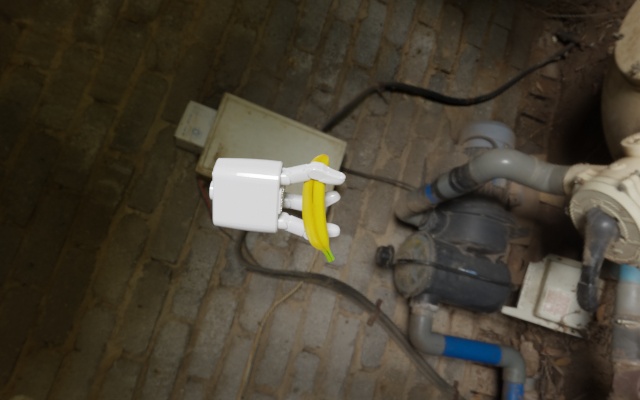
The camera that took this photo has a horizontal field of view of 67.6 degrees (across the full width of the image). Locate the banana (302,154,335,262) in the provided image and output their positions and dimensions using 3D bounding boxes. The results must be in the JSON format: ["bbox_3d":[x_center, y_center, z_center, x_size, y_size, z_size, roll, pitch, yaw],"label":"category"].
[{"bbox_3d":[-0.005,-0.003,0.769,0.037,0.197,0.070,-9,-29,15],"label":"banana"}]
